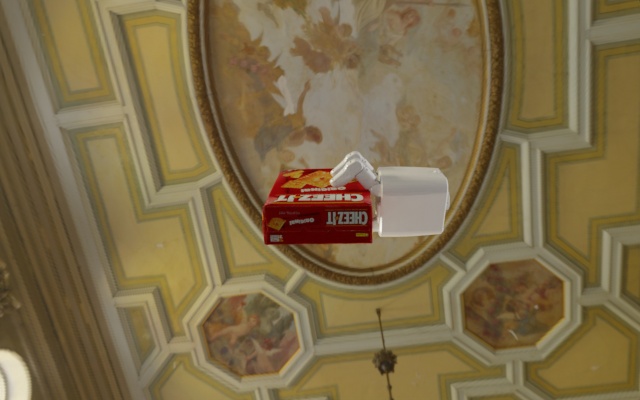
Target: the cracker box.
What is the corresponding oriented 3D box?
[{"bbox_3d":[0.000,0.003,0.801,0.164,0.072,0.213,-1,17,3],"label":"cracker box"}]
